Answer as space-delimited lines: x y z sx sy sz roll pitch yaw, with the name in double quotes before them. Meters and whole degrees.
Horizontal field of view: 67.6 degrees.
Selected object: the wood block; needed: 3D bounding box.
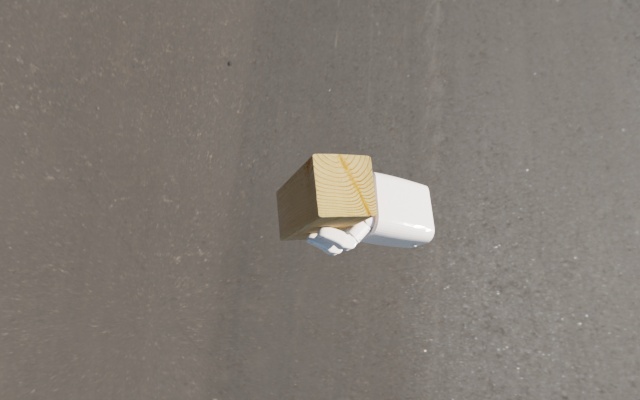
"wood block" 0.001 0.002 0.750 0.090 0.090 0.206 0 -13 -20
